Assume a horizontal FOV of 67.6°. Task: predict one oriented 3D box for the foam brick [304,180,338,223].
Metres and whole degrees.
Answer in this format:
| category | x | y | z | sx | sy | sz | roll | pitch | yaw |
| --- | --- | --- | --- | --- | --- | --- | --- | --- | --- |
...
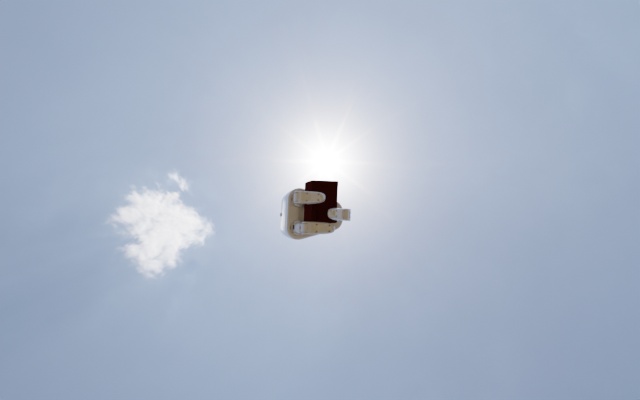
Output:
| category | x | y | z | sx | sy | sz | roll | pitch | yaw |
| --- | --- | --- | --- | --- | --- | --- | --- | --- | --- |
| foam brick | 0.000 | 0.003 | 0.888 | 0.053 | 0.078 | 0.051 | 4 | -4 | -16 |
